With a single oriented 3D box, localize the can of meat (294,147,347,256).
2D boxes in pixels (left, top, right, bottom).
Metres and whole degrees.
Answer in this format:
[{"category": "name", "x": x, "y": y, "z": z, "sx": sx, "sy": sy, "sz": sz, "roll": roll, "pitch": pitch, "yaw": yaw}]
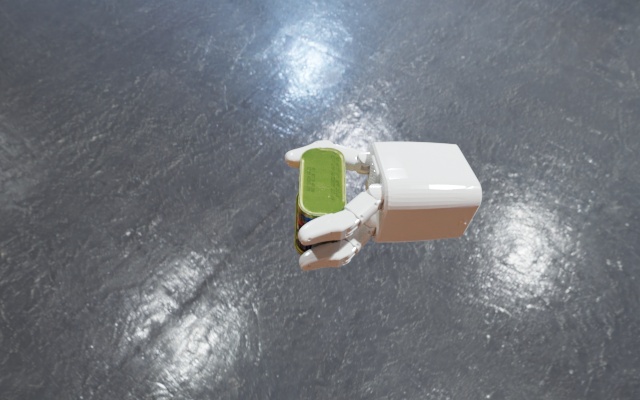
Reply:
[{"category": "can of meat", "x": 0.000, "y": 0.002, "z": 0.547, "sx": 0.057, "sy": 0.102, "sz": 0.084, "roll": 2, "pitch": -36, "yaw": -3}]
